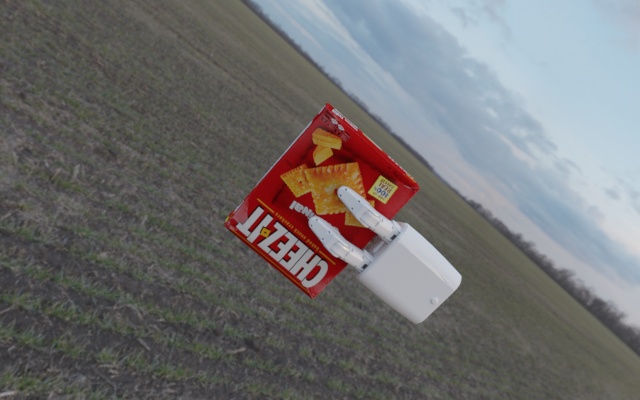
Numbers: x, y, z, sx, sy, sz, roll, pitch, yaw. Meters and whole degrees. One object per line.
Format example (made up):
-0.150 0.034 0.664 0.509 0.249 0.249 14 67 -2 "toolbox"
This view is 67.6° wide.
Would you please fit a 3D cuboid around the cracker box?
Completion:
0.000 0.002 0.650 0.164 0.214 0.072 41 12 -7 "cracker box"
